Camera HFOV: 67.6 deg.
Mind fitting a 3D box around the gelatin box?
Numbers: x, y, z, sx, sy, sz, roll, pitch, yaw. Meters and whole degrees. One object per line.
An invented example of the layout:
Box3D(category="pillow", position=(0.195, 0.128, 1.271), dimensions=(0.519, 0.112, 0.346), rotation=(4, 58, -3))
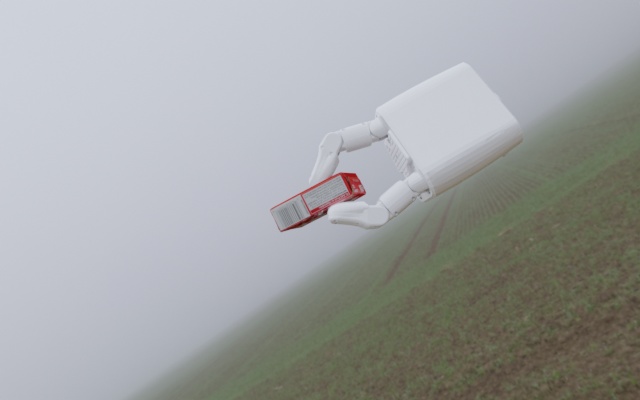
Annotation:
Box3D(category="gelatin box", position=(0.000, 0.001, 0.513), dimensions=(0.089, 0.030, 0.073), rotation=(-27, -6, 14))
